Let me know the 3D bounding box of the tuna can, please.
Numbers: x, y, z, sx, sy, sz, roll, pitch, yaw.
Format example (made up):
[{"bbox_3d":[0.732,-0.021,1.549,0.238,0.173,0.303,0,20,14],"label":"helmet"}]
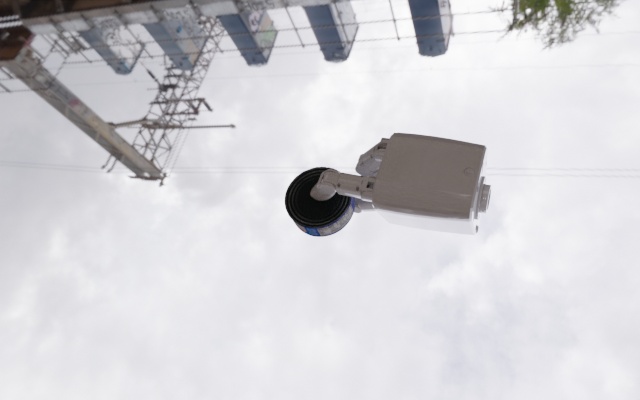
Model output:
[{"bbox_3d":[0.000,0.002,0.605,0.086,0.086,0.034,0,-27,16],"label":"tuna can"}]
